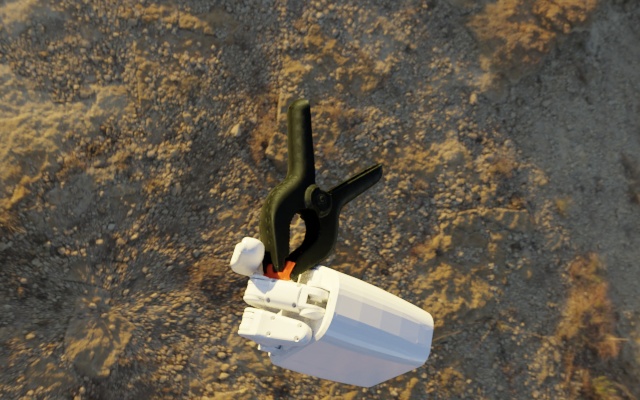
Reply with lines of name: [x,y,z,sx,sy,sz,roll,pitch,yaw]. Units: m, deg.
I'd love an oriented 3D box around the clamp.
clamp: [0.000,0.001,0.448,0.120,0.171,0.039,26,-21,-23]
